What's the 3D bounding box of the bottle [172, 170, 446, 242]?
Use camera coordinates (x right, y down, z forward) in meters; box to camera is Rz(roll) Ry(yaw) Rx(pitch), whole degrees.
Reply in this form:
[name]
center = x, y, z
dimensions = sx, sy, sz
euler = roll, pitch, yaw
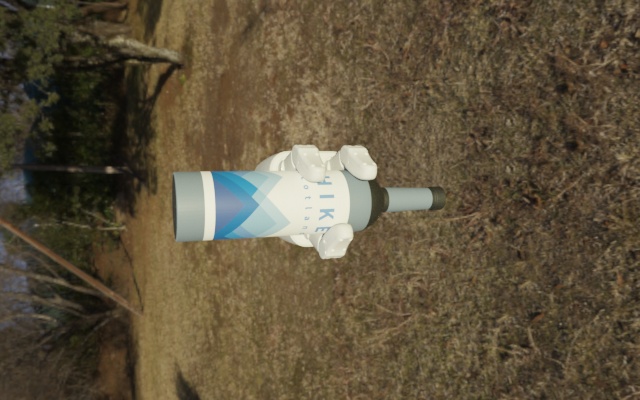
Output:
[bottle]
center = 0.000, 0.002, 0.502
dimensions = 0.296, 0.069, 0.069
euler = -2, 1, -20
